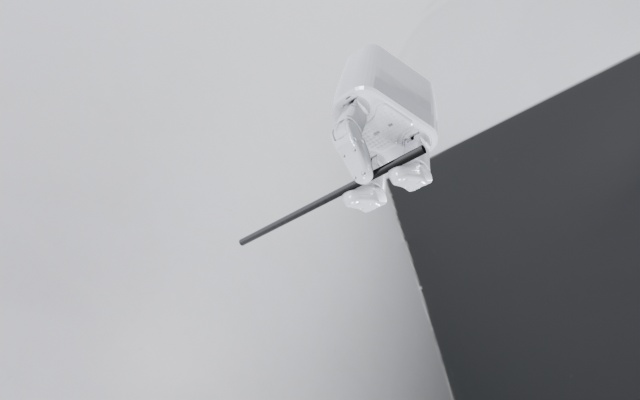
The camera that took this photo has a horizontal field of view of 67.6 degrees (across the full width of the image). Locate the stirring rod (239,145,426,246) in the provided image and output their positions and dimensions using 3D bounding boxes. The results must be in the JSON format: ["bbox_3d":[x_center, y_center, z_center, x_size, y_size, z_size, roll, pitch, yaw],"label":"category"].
[{"bbox_3d":[0.000,0.002,0.481,0.239,0.011,0.011,-27,-16,33],"label":"stirring rod"}]
